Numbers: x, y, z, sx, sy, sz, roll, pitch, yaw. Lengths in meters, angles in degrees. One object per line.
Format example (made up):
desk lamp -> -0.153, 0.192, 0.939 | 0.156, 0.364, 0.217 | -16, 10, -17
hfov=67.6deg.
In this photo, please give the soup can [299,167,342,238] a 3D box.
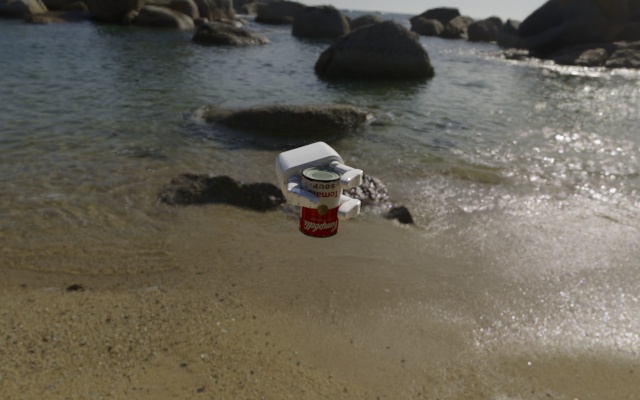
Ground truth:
soup can -> 0.000, 0.003, 0.797 | 0.068, 0.102, 0.068 | 3, 22, -1
